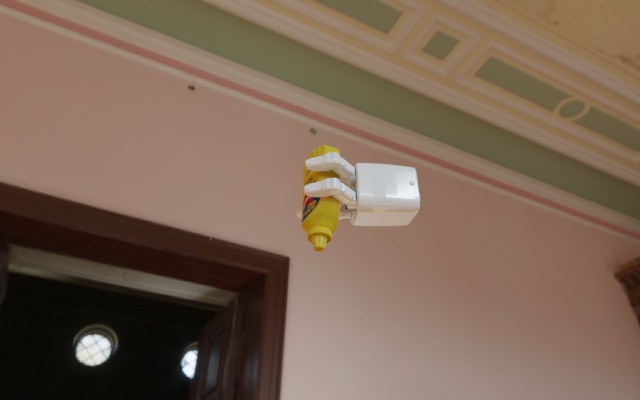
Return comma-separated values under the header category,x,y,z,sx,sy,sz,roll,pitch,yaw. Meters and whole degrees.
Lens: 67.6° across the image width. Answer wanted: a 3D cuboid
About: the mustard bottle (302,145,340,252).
category,x,y,z,sx,sy,sz,roll,pitch,yaw
mustard bottle,0.000,0.002,0.833,0.058,0.191,0.096,17,-39,-22
